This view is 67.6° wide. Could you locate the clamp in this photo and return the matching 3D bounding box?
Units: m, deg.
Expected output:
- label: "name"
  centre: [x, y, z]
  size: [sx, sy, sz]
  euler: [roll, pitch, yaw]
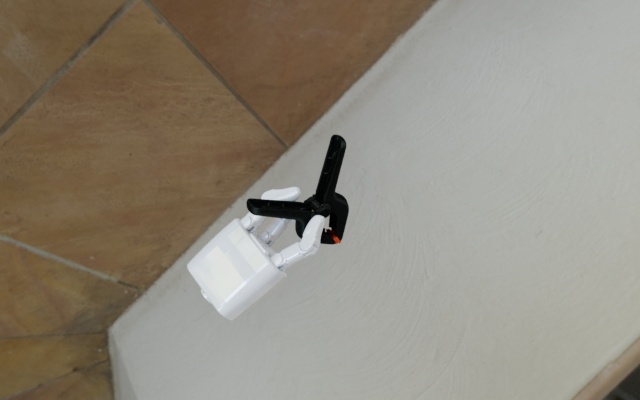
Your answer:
- label: "clamp"
  centre: [0.001, 0.003, 0.725]
  size: [0.036, 0.164, 0.210]
  euler: [49, 0, 37]
